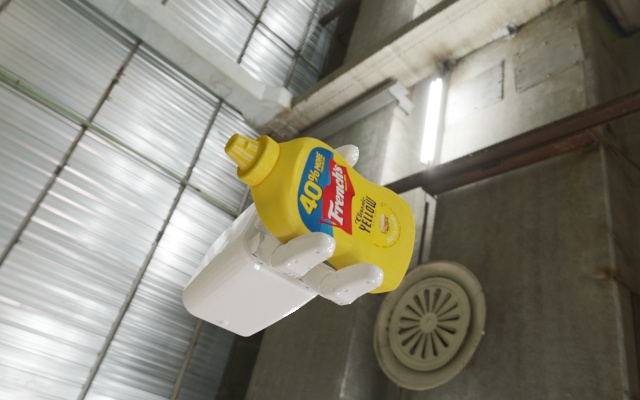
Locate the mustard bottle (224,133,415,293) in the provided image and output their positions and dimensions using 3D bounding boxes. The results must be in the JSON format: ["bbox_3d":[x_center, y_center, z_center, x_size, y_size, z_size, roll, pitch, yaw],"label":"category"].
[{"bbox_3d":[0.000,0.001,0.413,0.192,0.096,0.058,33,-32,-29],"label":"mustard bottle"}]
